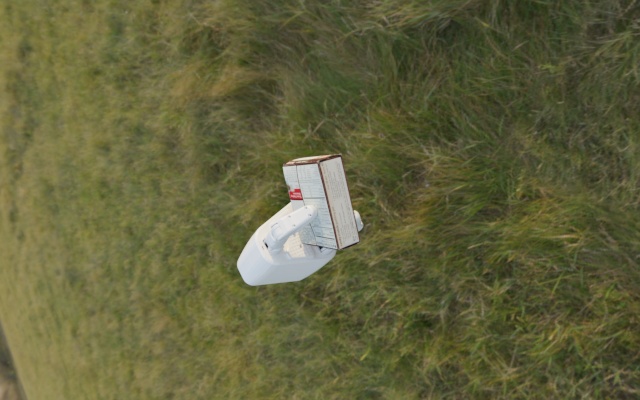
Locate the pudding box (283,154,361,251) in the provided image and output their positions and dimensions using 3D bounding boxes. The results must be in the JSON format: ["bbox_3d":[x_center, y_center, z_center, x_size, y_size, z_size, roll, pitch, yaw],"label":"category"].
[{"bbox_3d":[0.000,0.002,0.594,0.039,0.113,0.090,-21,12,-31],"label":"pudding box"}]
